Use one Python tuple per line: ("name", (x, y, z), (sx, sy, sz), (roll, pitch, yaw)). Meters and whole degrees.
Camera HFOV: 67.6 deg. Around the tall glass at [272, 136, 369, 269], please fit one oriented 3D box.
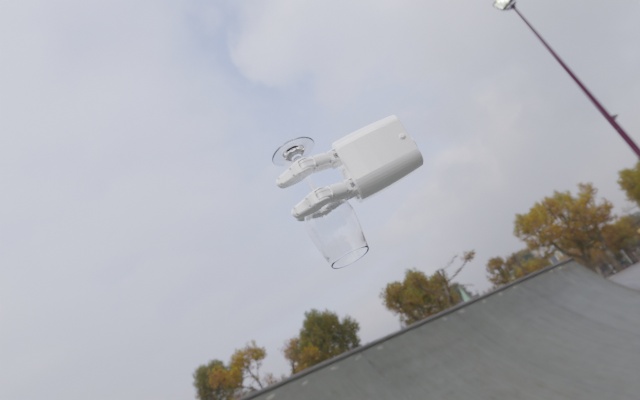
("tall glass", (0.000, 0.002, 0.728), (0.079, 0.201, 0.079), (-24, -23, -11))
